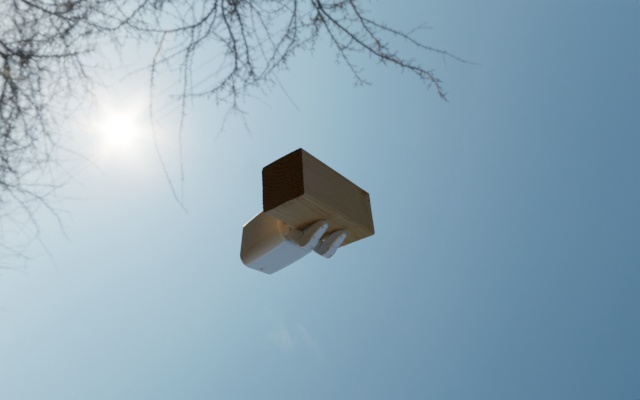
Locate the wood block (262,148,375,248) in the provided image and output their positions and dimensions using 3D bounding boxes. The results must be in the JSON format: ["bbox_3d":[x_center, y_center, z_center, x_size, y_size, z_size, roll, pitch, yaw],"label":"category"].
[{"bbox_3d":[0.000,0.003,0.842,0.090,0.090,0.206,-24,-34,30],"label":"wood block"}]
